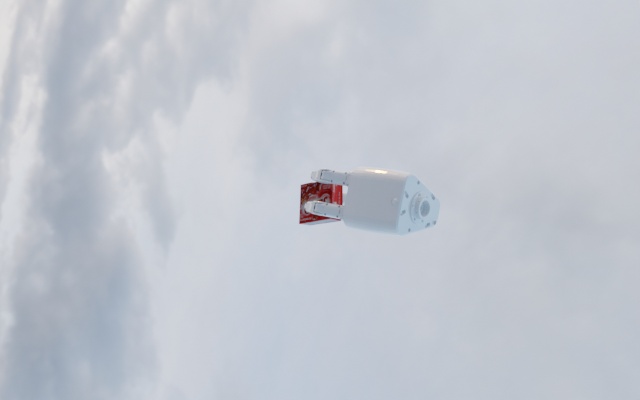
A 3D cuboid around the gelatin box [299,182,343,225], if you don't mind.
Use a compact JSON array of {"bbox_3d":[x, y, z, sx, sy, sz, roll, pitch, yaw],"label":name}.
[{"bbox_3d":[0.000,0.003,0.837,0.030,0.073,0.089,11,-15,-40],"label":"gelatin box"}]
